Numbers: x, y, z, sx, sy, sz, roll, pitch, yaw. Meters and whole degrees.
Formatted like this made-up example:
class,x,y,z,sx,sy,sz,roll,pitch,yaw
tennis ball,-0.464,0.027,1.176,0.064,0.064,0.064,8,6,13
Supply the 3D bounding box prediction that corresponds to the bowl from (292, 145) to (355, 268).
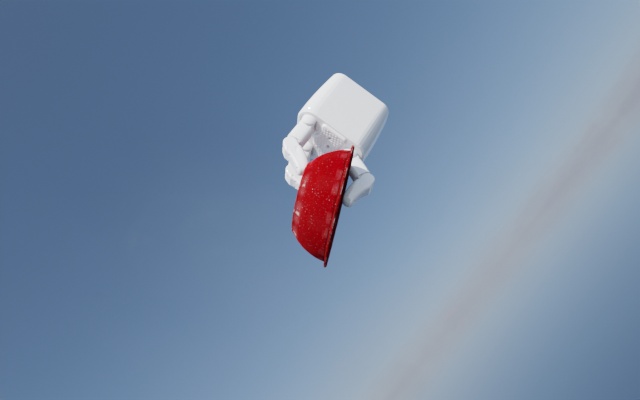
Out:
class,x,y,z,sx,sy,sz,roll,pitch,yaw
bowl,-0.001,0.003,0.617,0.055,0.162,0.162,13,1,3
